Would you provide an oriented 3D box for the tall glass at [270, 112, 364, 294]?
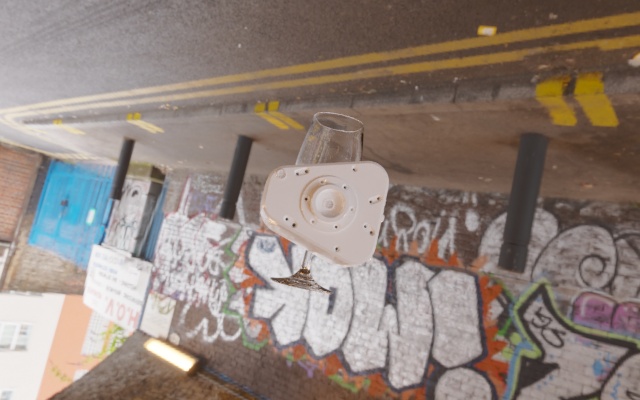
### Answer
[{"bbox_3d":[0.000,0.002,0.557,0.079,0.201,0.079,13,-7,2],"label":"tall glass"}]
